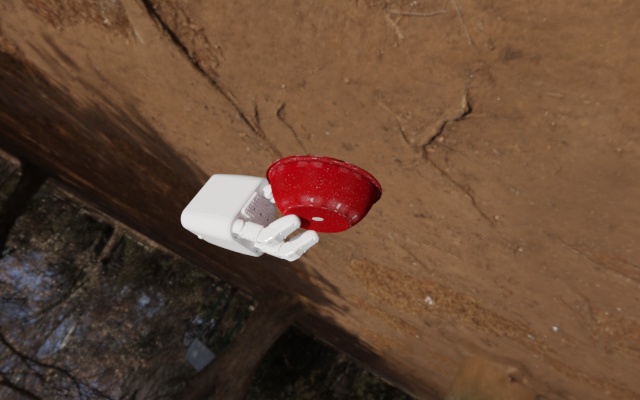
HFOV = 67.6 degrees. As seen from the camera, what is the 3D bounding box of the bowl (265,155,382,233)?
[{"bbox_3d":[0.001,0.002,0.644,0.162,0.055,0.162,8,-24,4],"label":"bowl"}]
